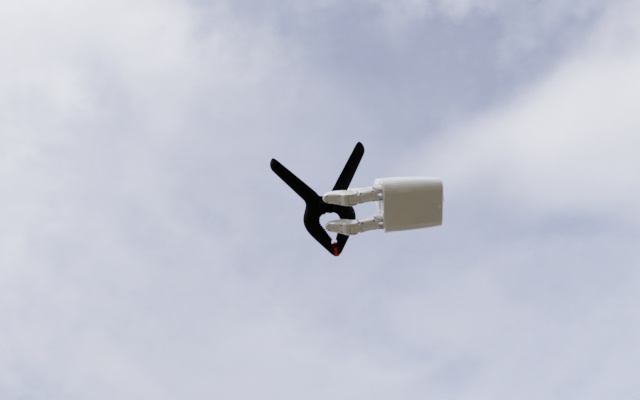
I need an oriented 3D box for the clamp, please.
[{"bbox_3d":[0.000,0.003,0.854,0.164,0.210,0.036,-4,21,2],"label":"clamp"}]
